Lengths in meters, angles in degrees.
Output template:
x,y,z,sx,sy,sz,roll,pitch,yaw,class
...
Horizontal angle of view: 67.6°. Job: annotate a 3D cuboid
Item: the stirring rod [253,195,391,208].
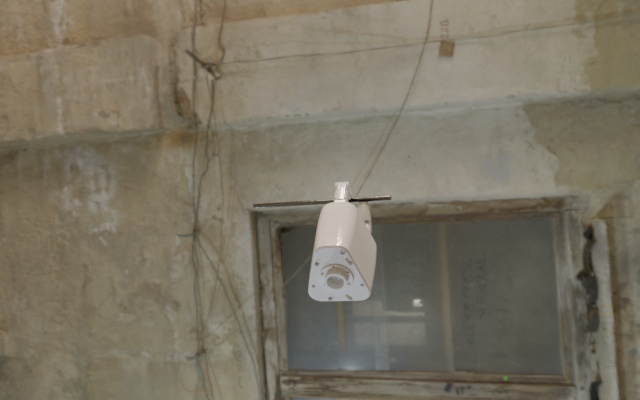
x,y,z,sx,sy,sz,roll,pitch,yaw,class
0.000,0.003,0.819,0.239,0.011,0.011,-4,-1,12,stirring rod
